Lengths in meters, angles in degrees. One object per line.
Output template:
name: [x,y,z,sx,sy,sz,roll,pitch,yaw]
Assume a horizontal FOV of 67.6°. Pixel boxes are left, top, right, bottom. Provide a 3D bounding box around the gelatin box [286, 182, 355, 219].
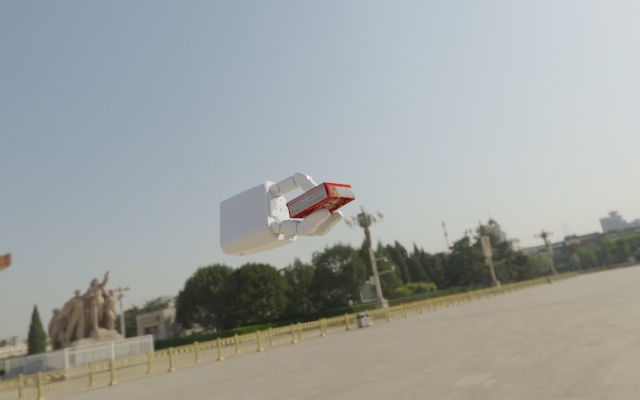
gelatin box: [0.000,0.002,0.781,0.089,0.030,0.073,-29,-20,33]
